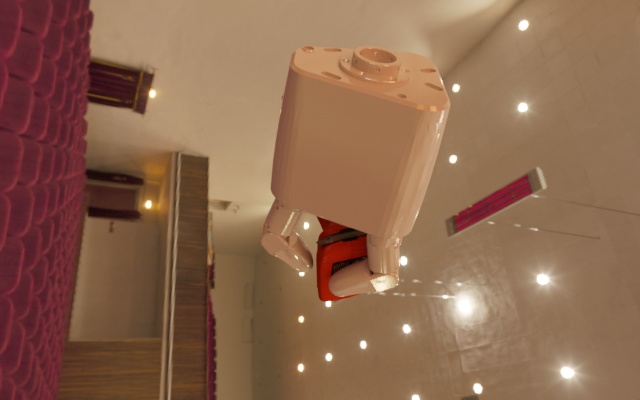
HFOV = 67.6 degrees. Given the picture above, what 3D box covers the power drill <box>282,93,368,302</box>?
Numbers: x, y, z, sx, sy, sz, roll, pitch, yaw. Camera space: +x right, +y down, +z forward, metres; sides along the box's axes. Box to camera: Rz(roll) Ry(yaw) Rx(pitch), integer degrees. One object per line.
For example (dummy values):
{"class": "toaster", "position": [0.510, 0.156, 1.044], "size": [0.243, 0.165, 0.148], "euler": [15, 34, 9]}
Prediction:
{"class": "power drill", "position": [0.000, 0.002, 0.484], "size": [0.057, 0.187, 0.185], "euler": [-14, -32, -9]}
